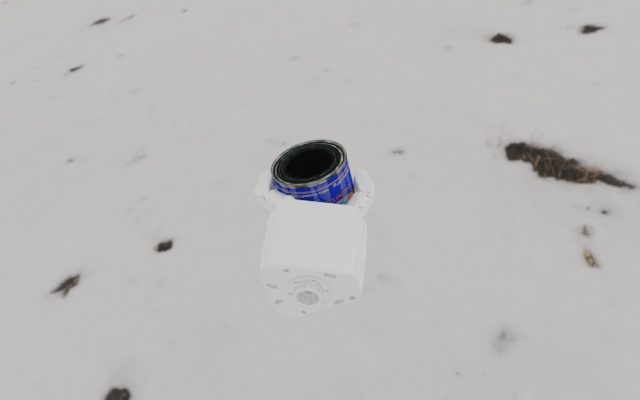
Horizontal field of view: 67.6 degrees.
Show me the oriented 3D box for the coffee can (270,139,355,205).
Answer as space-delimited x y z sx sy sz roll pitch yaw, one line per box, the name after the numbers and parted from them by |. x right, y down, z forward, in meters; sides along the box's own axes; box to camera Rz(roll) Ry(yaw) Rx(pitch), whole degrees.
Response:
0.000 0.002 0.659 0.103 0.140 0.102 -11 38 8 | coffee can
